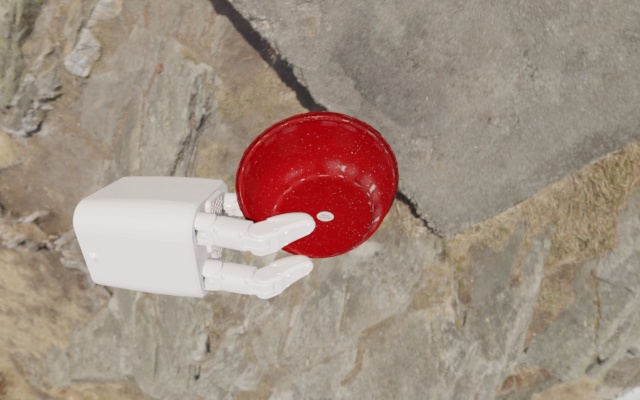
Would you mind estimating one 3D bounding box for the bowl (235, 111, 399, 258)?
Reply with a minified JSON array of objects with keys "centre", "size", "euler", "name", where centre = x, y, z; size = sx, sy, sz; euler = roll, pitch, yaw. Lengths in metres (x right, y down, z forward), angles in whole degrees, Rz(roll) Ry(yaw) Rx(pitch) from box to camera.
[{"centre":[0.001,0.001,0.449],"size":[0.162,0.162,0.055],"euler":[0,34,-7],"name":"bowl"}]
